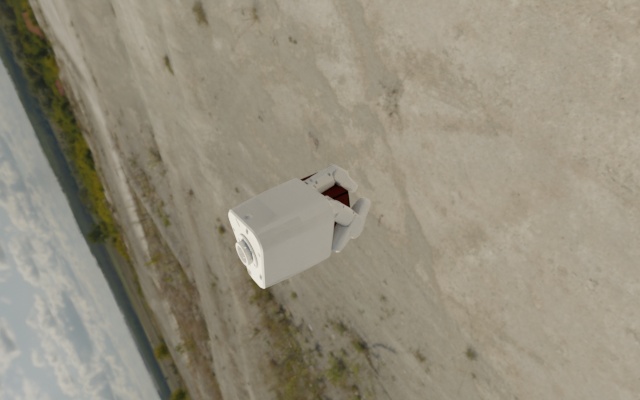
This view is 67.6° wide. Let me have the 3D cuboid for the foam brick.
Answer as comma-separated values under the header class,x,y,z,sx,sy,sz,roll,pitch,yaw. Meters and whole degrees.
class,x,y,z,sx,sy,sz,roll,pitch,yaw
foam brick,0.000,0.002,0.687,0.051,0.053,0.078,-25,36,-25
